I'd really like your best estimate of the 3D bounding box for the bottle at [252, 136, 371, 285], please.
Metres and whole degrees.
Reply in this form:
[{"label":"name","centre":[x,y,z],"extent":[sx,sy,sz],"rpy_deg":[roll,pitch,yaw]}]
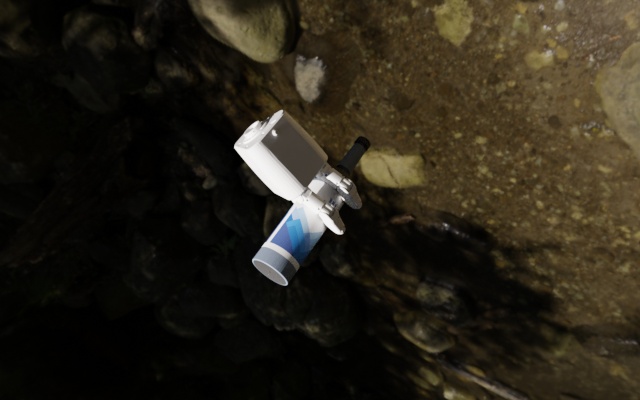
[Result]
[{"label":"bottle","centre":[0.000,0.003,0.797],"extent":[0.069,0.295,0.069],"rpy_deg":[29,-25,15]}]
